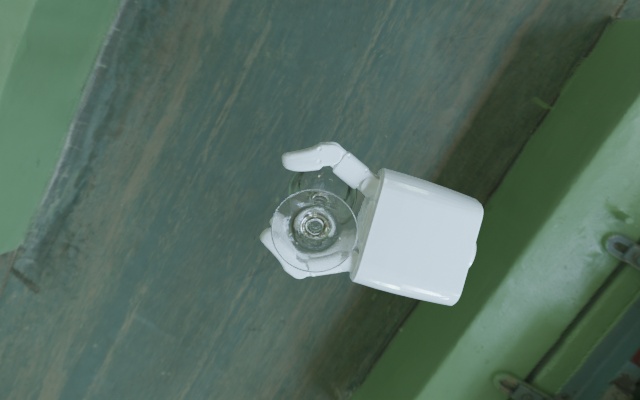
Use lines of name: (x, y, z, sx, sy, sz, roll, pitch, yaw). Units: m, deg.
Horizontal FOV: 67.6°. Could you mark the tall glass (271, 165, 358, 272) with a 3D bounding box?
tall glass: (0.000, 0.002, 0.499, 0.079, 0.079, 0.201, 0, 15, 3)
